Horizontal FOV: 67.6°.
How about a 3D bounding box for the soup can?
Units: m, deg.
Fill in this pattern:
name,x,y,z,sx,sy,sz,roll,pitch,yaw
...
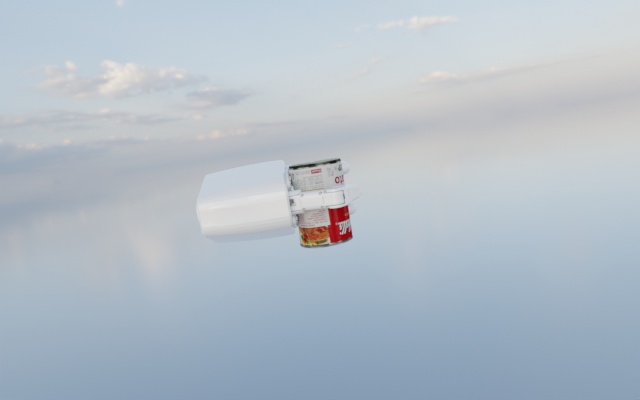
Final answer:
name,x,y,z,sx,sy,sz,roll,pitch,yaw
soup can,0.001,0.002,0.599,0.068,0.102,0.068,-9,7,1
